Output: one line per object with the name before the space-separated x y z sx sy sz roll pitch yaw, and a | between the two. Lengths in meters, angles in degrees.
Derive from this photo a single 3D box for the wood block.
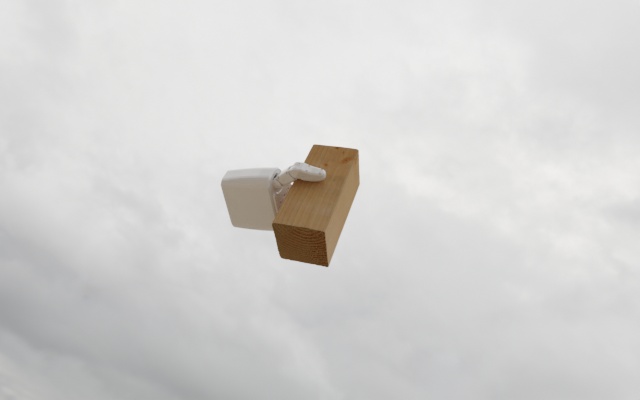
wood block | 0.000 0.002 0.832 0.090 0.091 0.206 9 47 16
